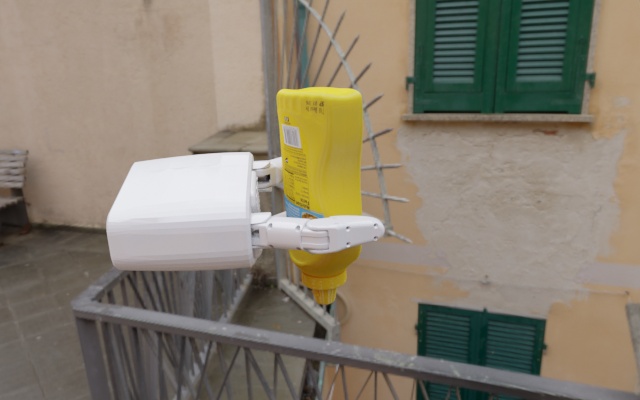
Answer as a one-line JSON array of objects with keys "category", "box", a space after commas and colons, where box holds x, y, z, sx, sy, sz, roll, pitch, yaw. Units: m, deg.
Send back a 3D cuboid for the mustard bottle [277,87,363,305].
[{"category": "mustard bottle", "box": [0.000, 0.001, 0.415, 0.058, 0.192, 0.096, -11, 18, -27]}]
